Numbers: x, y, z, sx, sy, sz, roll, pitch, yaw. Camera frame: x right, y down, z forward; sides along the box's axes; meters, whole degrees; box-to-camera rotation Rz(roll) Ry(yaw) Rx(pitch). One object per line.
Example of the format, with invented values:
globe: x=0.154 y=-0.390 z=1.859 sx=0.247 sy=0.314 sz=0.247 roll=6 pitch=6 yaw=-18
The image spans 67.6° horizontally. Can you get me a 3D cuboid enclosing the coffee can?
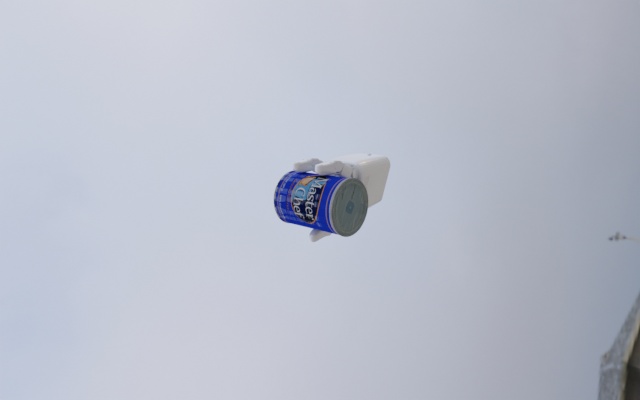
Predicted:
coffee can: x=0.000 y=0.003 z=0.863 sx=0.140 sy=0.103 sz=0.103 roll=10 pitch=7 yaw=40
